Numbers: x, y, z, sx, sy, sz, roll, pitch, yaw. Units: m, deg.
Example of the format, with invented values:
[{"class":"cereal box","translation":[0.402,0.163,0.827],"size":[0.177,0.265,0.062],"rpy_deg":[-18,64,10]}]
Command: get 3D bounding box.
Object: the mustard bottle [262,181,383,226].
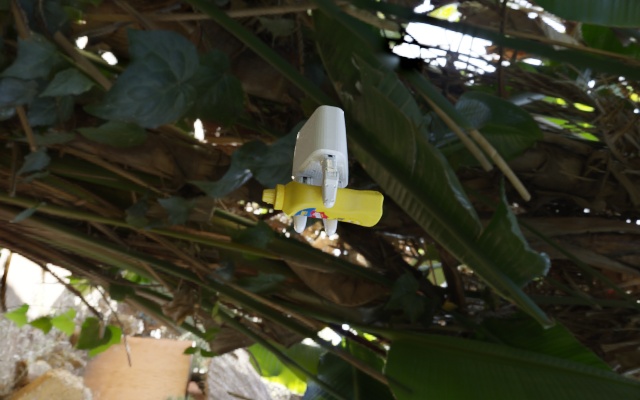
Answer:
[{"class":"mustard bottle","translation":[0.000,0.003,0.790],"size":[0.191,0.058,0.096],"rpy_deg":[8,-9,-9]}]
